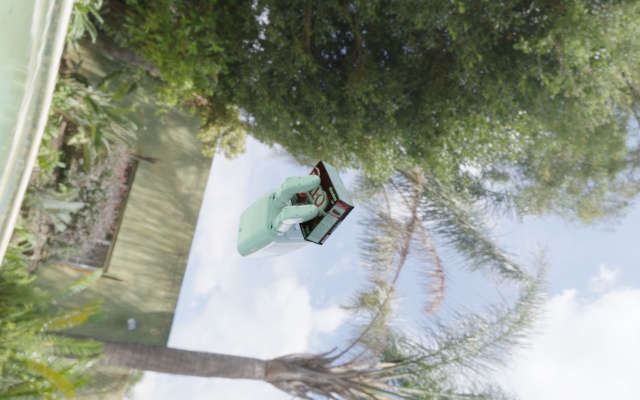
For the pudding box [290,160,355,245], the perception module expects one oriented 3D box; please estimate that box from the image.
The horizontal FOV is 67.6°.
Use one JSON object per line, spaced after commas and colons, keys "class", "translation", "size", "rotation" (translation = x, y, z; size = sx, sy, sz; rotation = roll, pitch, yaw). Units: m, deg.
{"class": "pudding box", "translation": [0.000, 0.003, 0.763], "size": [0.039, 0.090, 0.113], "rotation": [23, 27, -34]}
